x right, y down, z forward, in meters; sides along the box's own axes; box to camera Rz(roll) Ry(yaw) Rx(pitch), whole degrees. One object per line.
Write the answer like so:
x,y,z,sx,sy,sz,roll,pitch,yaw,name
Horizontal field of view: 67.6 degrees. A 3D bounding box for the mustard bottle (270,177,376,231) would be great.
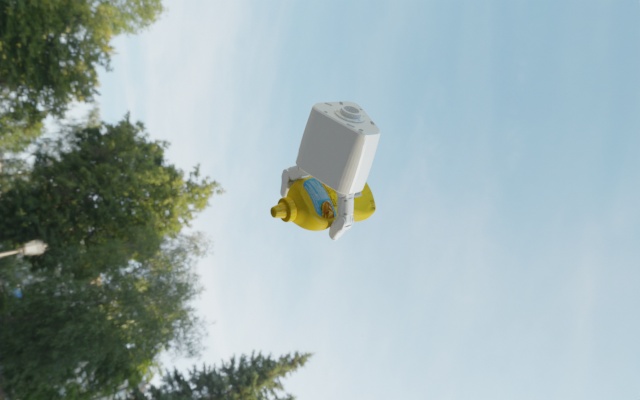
0.000,0.003,0.811,0.191,0.096,0.058,-12,-23,-37,mustard bottle
